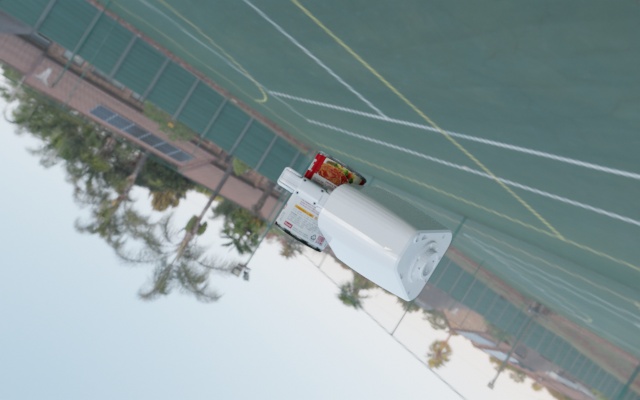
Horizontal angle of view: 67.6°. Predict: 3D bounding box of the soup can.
[{"bbox_3d":[0.000,0.002,0.569,0.068,0.102,0.068,32,0,0],"label":"soup can"}]
